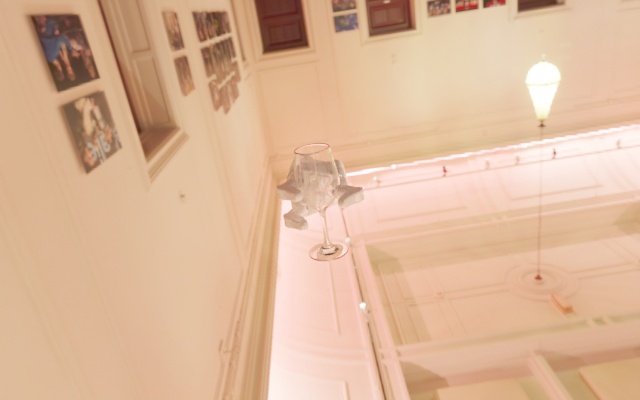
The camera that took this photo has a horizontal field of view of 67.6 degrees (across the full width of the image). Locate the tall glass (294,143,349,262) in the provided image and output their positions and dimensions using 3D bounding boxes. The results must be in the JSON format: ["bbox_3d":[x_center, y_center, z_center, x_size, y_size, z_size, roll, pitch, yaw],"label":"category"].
[{"bbox_3d":[0.000,0.003,0.846,0.079,0.201,0.079,-8,22,3],"label":"tall glass"}]
